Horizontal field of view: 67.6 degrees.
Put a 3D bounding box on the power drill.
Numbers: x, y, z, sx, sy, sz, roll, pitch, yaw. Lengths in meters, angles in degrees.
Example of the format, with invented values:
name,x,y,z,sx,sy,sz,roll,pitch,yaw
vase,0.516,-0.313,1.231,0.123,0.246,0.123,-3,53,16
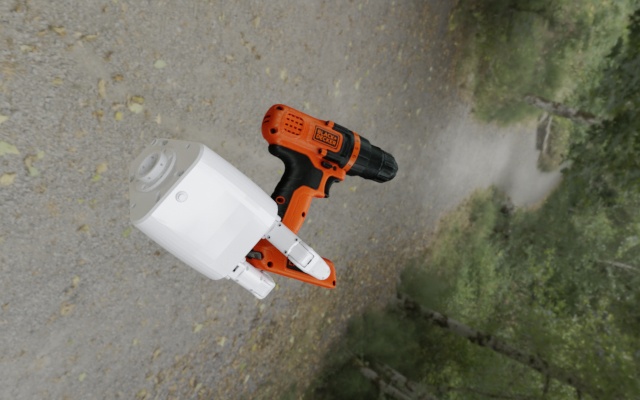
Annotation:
name,x,y,z,sx,sy,sz,roll,pitch,yaw
power drill,0.000,0.002,0.554,0.184,0.187,0.057,19,-12,-26
